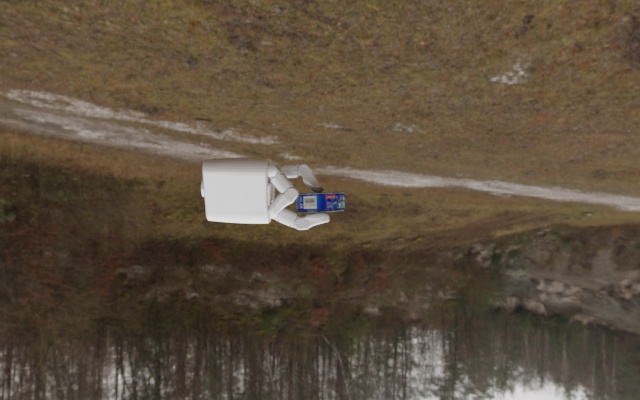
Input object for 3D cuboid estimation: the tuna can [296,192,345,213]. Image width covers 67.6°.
[{"bbox_3d":[0.000,0.003,0.837,0.086,0.034,0.086,-2,0,0],"label":"tuna can"}]
